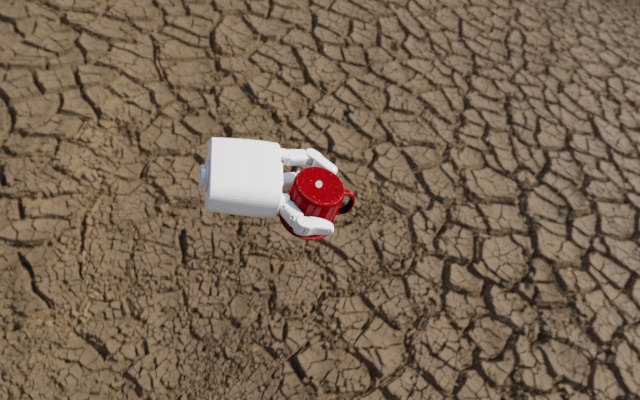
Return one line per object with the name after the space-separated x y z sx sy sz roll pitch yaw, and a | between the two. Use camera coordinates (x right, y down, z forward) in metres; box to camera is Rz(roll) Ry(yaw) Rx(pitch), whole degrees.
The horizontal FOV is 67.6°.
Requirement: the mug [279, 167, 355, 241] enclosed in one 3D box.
0.002 0.002 0.751 0.117 0.093 0.082 3 -41 -20 | mug
